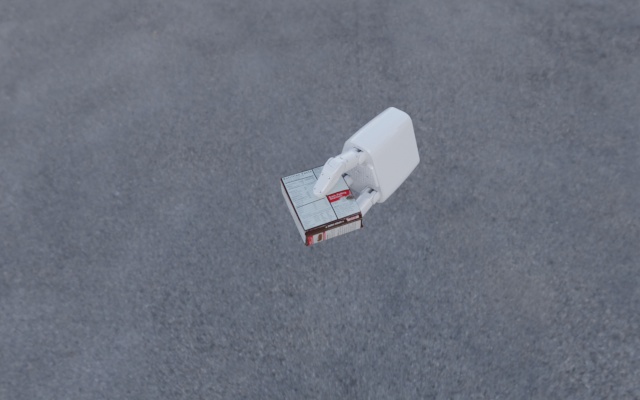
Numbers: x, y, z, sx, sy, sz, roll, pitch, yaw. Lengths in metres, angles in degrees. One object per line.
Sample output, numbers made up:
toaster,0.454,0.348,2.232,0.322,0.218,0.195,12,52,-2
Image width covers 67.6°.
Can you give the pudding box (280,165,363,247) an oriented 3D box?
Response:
pudding box,0.000,0.002,0.695,0.090,0.113,0.039,-18,-40,-10
